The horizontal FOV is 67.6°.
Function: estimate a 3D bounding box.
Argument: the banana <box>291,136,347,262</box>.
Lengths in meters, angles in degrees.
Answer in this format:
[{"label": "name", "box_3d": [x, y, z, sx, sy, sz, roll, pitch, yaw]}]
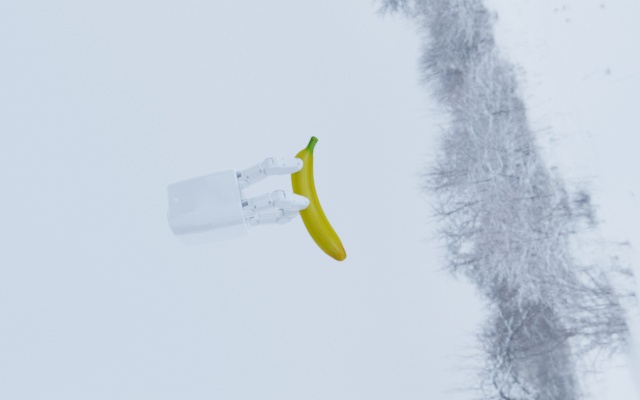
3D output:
[{"label": "banana", "box_3d": [-0.010, 0.004, 0.743, 0.037, 0.197, 0.070, -10, -10, -34]}]
